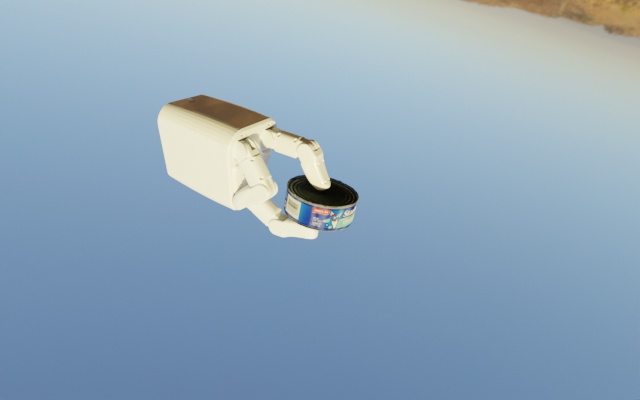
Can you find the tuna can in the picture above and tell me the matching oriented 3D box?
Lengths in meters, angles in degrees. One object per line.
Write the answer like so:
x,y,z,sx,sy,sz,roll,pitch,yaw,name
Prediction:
0.000,0.002,0.566,0.086,0.034,0.086,10,25,-5,tuna can
